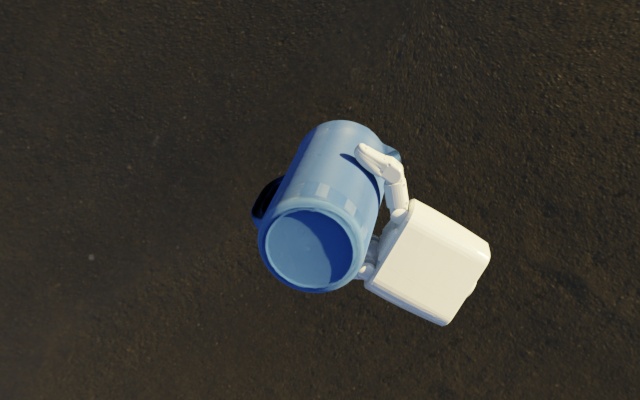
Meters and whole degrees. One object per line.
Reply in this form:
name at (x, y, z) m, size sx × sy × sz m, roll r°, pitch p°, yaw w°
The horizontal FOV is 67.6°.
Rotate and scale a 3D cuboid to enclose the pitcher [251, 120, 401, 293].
pitcher at (0.000, 0.002, 0.567) m, size 0.145 × 0.149 × 0.242 m, roll 30°, pitch 26°, yaw -3°
